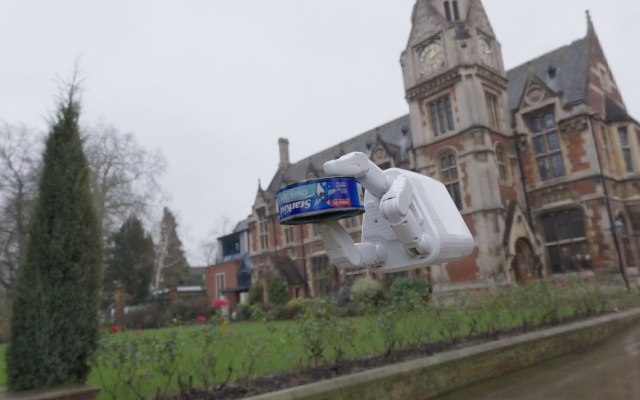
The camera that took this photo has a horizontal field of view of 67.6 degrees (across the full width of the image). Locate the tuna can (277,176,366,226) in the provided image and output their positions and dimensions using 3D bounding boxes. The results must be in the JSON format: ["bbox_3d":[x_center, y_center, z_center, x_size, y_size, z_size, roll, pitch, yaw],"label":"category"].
[{"bbox_3d":[0.000,0.001,0.473,0.086,0.033,0.086,-8,-8,-1],"label":"tuna can"}]
